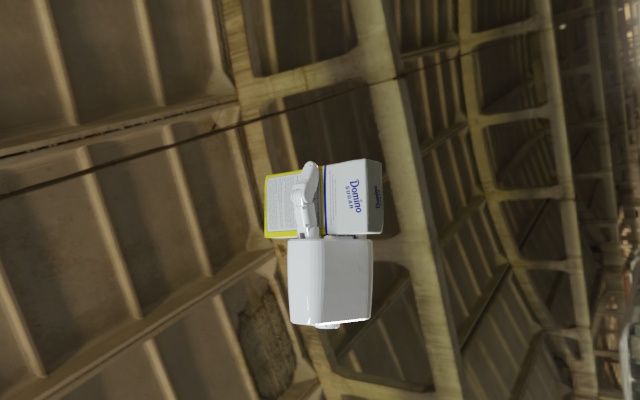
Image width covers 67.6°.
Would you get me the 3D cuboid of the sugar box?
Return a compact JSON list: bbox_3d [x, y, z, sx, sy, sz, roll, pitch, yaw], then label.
[{"bbox_3d":[0.000,0.002,0.643,0.176,0.093,0.048,-5,-7,37],"label":"sugar box"}]
